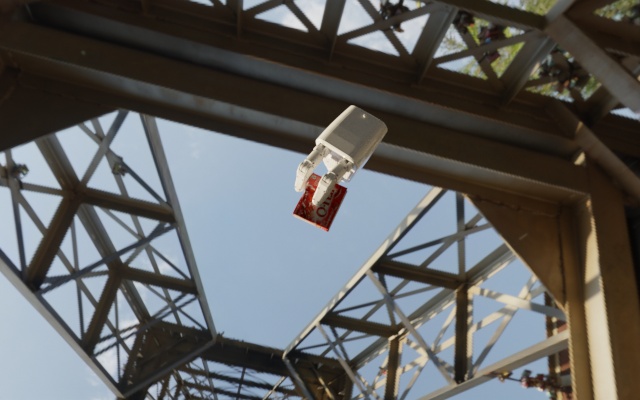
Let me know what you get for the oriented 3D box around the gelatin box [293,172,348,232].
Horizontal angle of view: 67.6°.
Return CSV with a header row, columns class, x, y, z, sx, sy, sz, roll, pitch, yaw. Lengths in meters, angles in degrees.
class,x,y,z,sx,sy,sz,roll,pitch,yaw
gelatin box,0.000,0.003,0.888,0.073,0.089,0.030,25,-11,7
